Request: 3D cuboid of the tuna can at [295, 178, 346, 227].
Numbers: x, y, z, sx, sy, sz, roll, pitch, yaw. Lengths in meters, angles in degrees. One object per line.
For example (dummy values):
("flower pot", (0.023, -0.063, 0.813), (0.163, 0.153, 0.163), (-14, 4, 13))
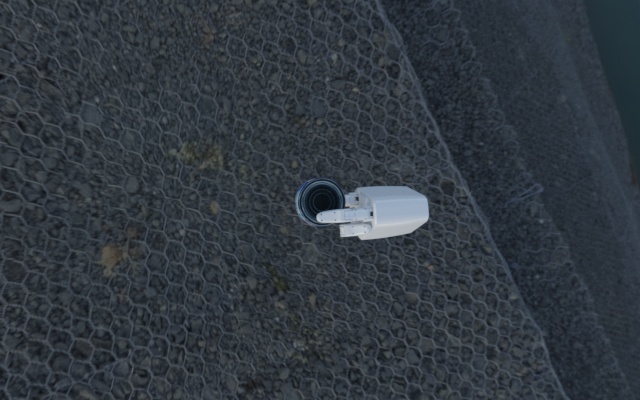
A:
("tuna can", (0.000, 0.003, 0.834), (0.086, 0.086, 0.034), (0, 1, -12))
